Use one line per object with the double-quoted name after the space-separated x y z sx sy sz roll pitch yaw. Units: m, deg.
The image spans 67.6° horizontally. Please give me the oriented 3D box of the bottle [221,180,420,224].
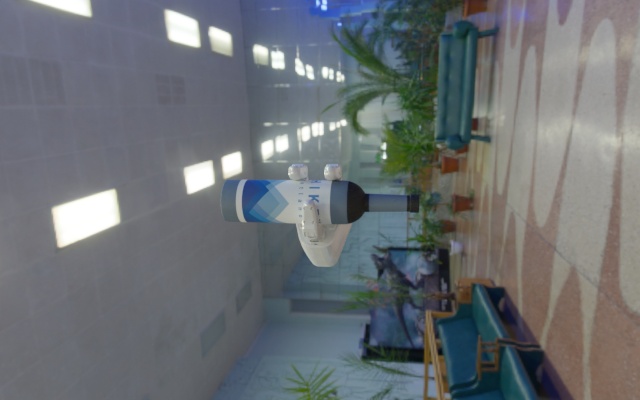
0.000 0.002 0.727 0.296 0.069 0.069 1 0 9 "bottle"
